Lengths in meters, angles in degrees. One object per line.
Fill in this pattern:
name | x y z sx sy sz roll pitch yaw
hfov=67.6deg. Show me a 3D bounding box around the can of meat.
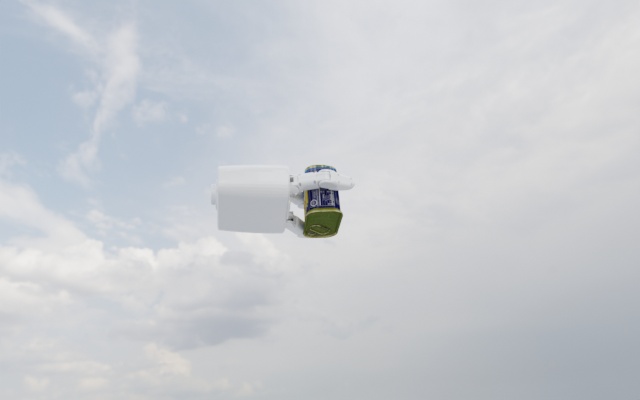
can of meat | 0.000 0.002 0.766 0.057 0.084 0.102 -1 -27 -6
